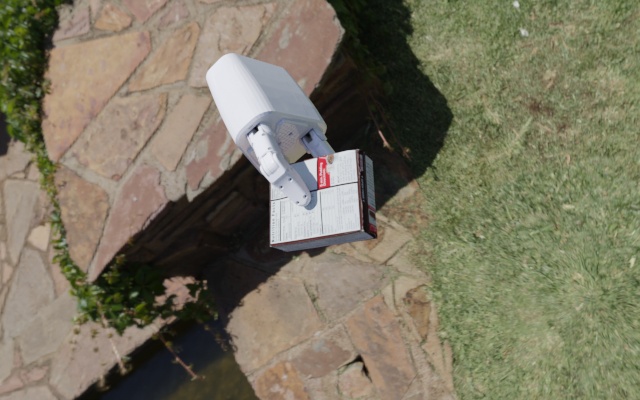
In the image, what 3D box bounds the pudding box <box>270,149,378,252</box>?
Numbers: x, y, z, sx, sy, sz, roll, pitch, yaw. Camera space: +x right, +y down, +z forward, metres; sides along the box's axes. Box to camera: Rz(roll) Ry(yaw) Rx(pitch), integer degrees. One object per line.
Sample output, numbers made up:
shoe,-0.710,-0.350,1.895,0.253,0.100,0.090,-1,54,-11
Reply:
pudding box,0.000,0.002,0.501,0.113,0.090,0.039,-11,-18,29
